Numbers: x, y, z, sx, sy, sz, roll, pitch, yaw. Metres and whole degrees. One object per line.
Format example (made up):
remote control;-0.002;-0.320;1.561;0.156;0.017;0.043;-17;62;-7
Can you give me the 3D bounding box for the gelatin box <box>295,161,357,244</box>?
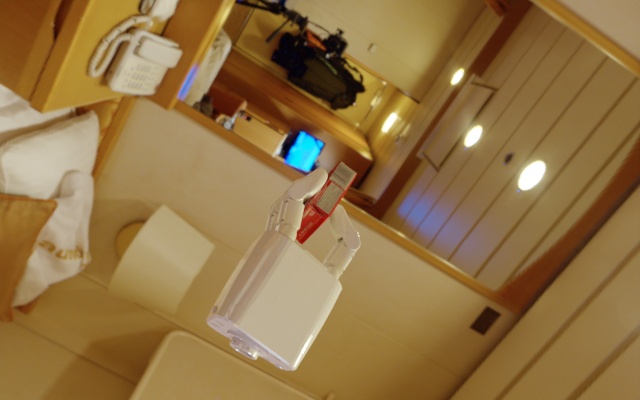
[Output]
gelatin box;0.001;0.002;0.589;0.030;0.089;0.073;38;-41;-5
